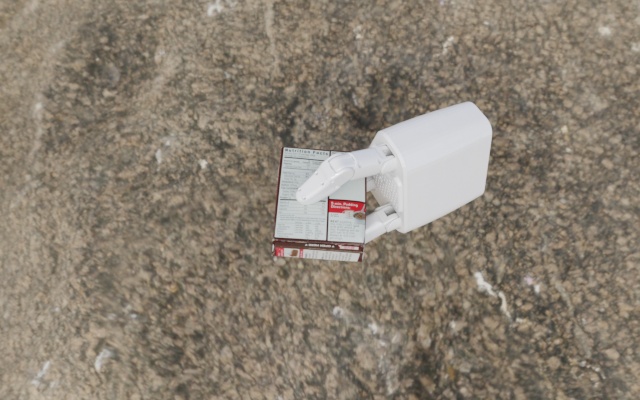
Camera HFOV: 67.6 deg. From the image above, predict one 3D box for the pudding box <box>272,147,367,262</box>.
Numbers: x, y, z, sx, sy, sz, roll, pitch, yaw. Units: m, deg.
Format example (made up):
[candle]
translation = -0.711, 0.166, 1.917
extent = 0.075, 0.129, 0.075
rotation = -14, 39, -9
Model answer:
[pudding box]
translation = 0.000, 0.001, 0.476
extent = 0.090, 0.113, 0.039
rotation = 4, -33, -1
